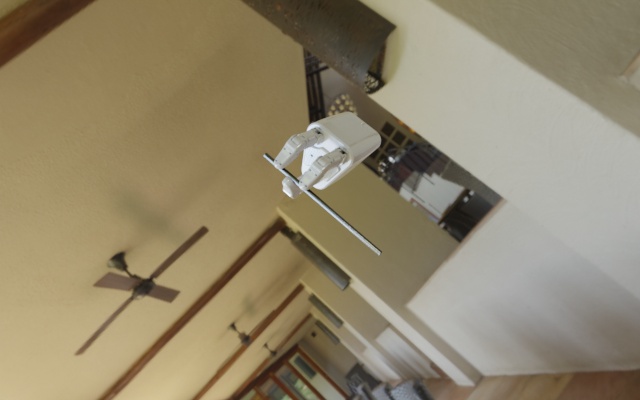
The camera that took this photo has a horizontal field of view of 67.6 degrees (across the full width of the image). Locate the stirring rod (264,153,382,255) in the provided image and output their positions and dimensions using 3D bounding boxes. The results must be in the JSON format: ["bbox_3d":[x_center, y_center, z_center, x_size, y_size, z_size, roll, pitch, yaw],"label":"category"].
[{"bbox_3d":[0.000,0.002,0.731,0.239,0.011,0.011,41,13,15],"label":"stirring rod"}]
